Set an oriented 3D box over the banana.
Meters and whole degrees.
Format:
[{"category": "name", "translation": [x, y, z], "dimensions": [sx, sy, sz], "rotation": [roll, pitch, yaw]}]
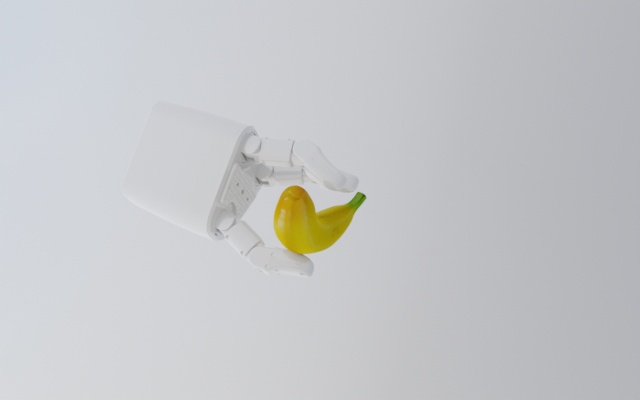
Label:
[{"category": "banana", "translation": [-0.006, 0.018, 0.435], "dimensions": [0.037, 0.069, 0.198], "rotation": [26, 8, 15]}]
